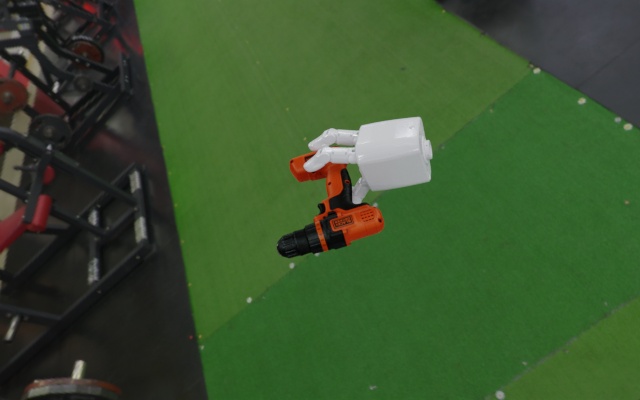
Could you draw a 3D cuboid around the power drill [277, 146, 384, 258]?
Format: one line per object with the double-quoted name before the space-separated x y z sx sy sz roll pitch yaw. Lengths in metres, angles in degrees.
"power drill" 0.000 0.002 0.836 0.184 0.187 0.057 -16 -33 0
